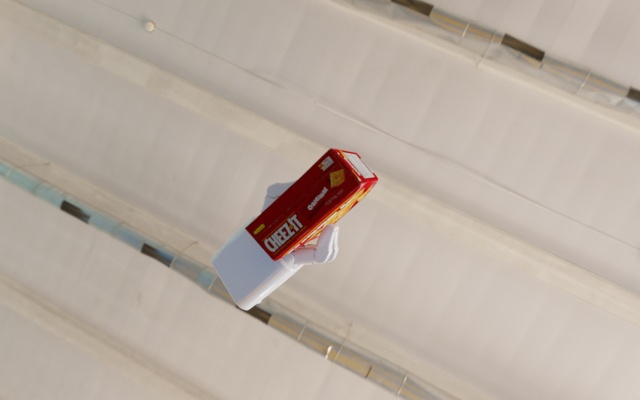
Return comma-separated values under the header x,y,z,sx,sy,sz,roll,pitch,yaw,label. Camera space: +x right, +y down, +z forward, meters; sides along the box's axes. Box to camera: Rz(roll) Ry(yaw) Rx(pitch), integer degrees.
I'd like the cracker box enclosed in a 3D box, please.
x,y,z,sx,sy,sz,roll,pitch,yaw,label
0.000,0.002,0.727,0.164,0.072,0.213,-43,-6,12,cracker box
